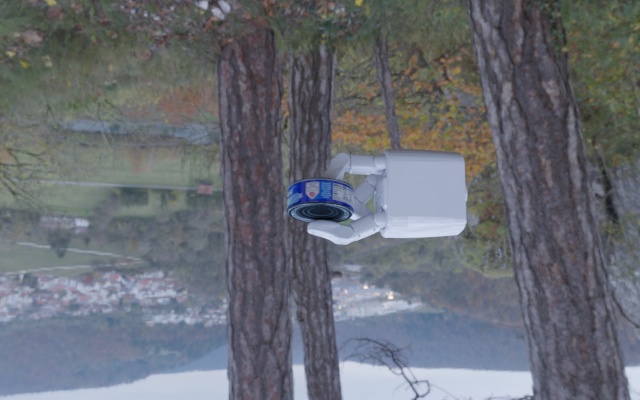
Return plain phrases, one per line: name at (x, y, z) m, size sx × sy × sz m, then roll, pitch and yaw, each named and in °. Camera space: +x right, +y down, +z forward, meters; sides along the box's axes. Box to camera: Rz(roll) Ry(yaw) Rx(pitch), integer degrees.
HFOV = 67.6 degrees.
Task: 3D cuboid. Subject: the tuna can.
tuna can at (0.000, 0.003, 0.607) m, size 0.086 × 0.033 × 0.086 m, roll 1°, pitch -20°, yaw 0°
